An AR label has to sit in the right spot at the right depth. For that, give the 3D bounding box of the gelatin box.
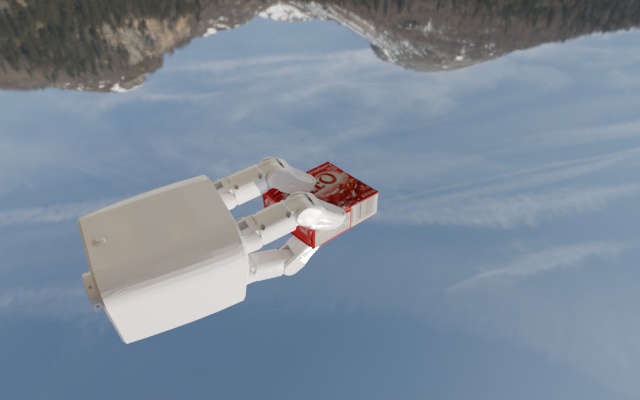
[{"bbox_3d":[0.000,0.002,0.464,0.089,0.030,0.073,-27,45,-34],"label":"gelatin box"}]
